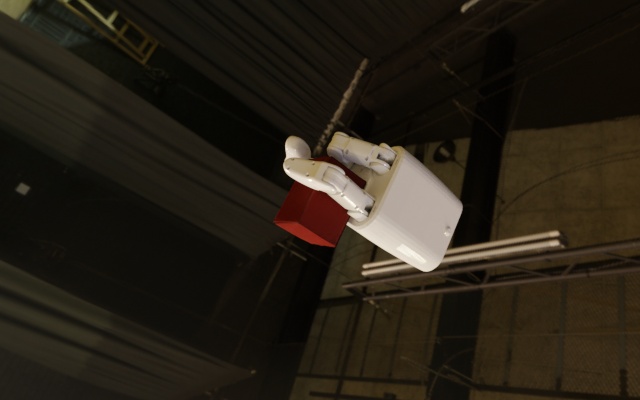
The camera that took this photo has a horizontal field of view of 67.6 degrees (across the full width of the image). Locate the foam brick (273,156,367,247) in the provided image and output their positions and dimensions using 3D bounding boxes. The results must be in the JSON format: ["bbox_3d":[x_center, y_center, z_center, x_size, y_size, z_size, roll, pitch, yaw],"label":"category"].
[{"bbox_3d":[0.000,0.002,0.484,0.051,0.078,0.053,35,-18,-27],"label":"foam brick"}]
